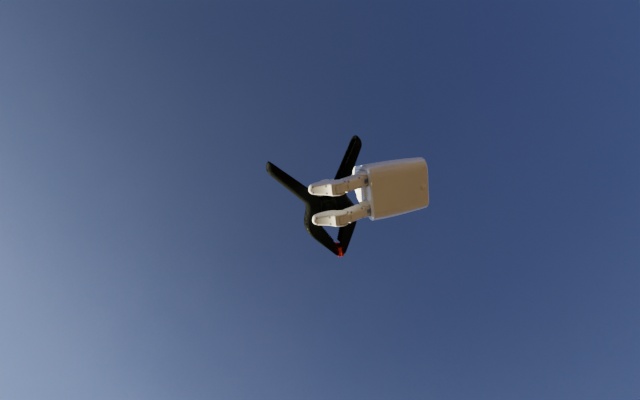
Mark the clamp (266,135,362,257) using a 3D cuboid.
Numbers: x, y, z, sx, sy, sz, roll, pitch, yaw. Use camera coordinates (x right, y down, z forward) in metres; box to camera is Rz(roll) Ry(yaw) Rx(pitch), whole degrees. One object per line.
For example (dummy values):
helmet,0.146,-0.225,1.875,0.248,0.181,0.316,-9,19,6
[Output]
clamp,0.000,0.003,0.823,0.164,0.210,0.036,-11,21,-8
